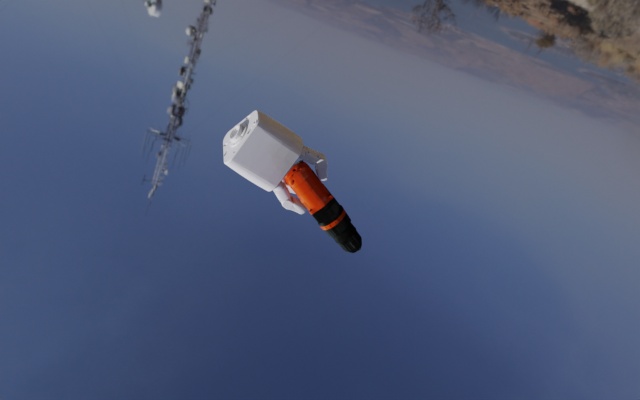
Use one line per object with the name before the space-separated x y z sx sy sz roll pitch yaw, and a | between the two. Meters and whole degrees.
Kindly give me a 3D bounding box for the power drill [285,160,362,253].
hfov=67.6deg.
power drill | 0.000 0.003 0.896 0.057 0.184 0.187 -37 19 -2
